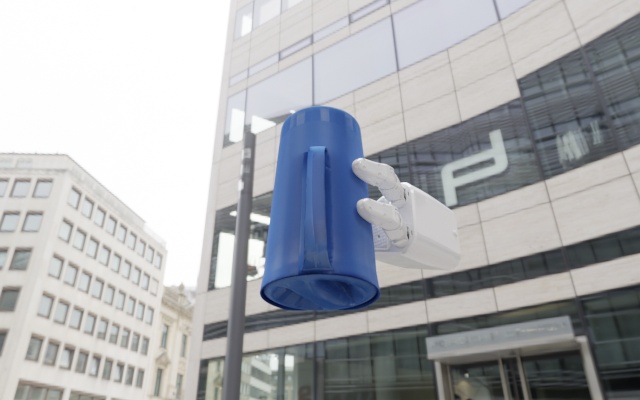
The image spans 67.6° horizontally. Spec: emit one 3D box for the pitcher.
[{"bbox_3d":[0.000,0.002,0.577,0.145,0.242,0.149,23,-37,-35],"label":"pitcher"}]
